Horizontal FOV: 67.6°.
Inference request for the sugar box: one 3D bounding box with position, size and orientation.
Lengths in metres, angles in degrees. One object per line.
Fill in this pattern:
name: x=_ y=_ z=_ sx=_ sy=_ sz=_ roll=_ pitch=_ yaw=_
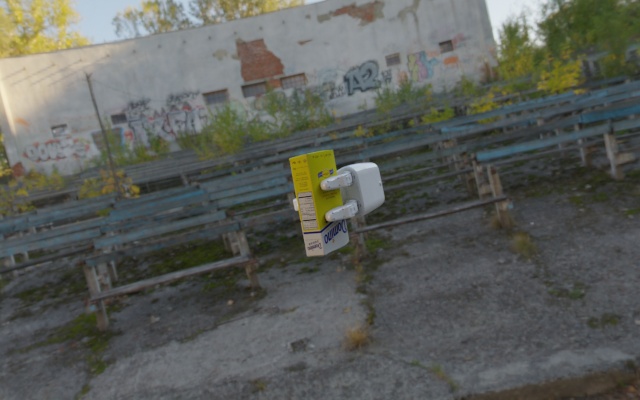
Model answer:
sugar box: x=0.001 y=0.003 z=0.847 sx=0.048 sy=0.176 sz=0.093 roll=-10 pitch=5 yaw=33
